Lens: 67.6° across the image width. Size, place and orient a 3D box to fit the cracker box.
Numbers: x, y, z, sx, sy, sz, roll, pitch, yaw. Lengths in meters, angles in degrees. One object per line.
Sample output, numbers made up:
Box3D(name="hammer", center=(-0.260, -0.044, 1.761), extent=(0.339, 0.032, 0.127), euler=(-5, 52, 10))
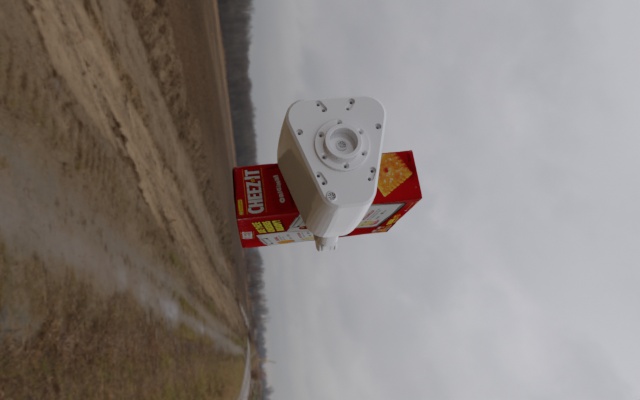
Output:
Box3D(name="cracker box", center=(0.000, 0.002, 0.614), extent=(0.213, 0.072, 0.164), euler=(-5, -16, -9))
